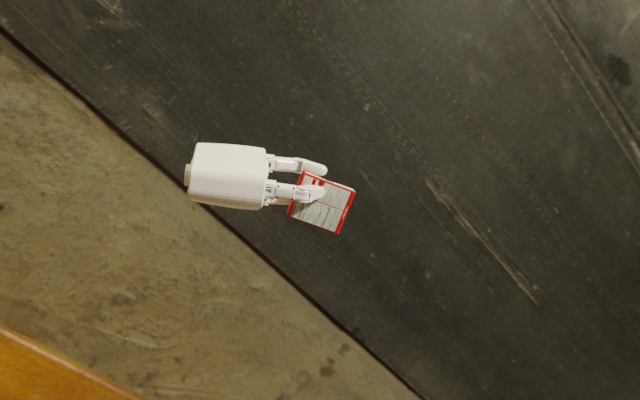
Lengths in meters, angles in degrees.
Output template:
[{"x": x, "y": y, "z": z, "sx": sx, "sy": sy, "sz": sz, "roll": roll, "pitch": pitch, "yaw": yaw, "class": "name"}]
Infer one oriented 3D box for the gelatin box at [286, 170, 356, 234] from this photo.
[{"x": 0.000, "y": 0.003, "z": 0.747, "sx": 0.089, "sy": 0.073, "sz": 0.030, "roll": 20, "pitch": 9, "yaw": -9, "class": "gelatin box"}]
